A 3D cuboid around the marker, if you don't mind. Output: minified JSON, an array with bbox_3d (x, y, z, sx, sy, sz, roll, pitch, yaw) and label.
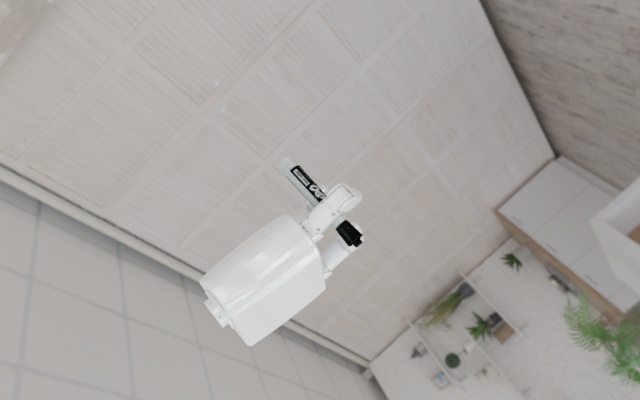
[{"bbox_3d":[0.000,0.002,0.496,0.020,0.121,0.020,-39,-15,-12],"label":"marker"}]
